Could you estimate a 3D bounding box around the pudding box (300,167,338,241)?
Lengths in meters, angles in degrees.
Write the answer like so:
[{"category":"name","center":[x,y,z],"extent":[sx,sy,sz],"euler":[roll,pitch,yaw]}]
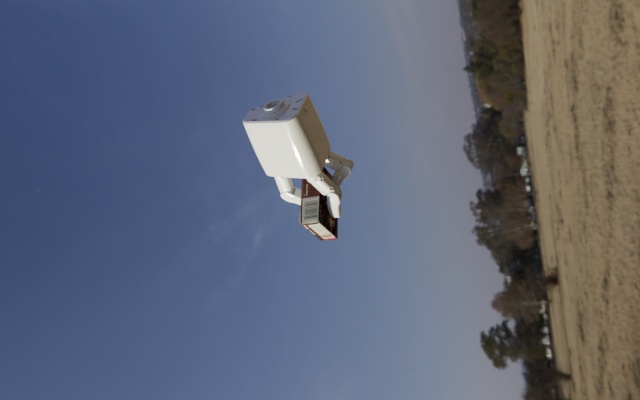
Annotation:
[{"category":"pudding box","center":[0.000,0.003,0.827],"extent":[0.039,0.113,0.090],"euler":[-6,-24,22]}]
